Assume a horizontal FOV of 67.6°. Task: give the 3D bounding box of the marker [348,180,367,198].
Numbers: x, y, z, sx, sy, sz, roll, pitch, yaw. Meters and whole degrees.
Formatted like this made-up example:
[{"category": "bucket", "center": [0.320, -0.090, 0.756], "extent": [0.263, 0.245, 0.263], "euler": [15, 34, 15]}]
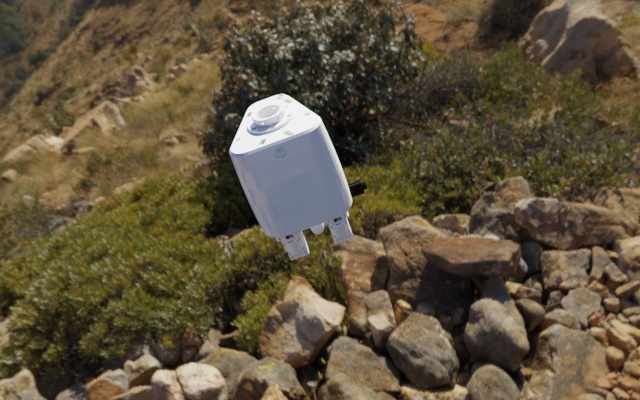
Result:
[{"category": "marker", "center": [0.000, 0.002, 0.590], "extent": [0.121, 0.020, 0.020], "euler": [-21, 0, 1]}]
